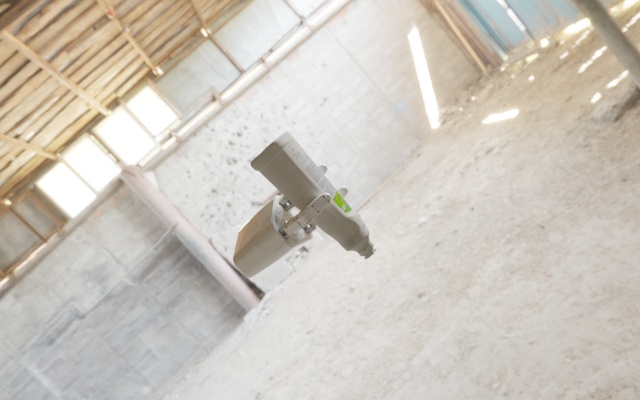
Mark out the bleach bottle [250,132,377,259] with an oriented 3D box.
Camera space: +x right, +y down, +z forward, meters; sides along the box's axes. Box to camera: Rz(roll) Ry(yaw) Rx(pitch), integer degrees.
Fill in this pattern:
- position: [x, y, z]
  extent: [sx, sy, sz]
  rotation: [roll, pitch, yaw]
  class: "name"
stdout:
- position: [0.000, 0.003, 0.794]
  extent: [0.068, 0.251, 0.102]
  rotation: [-39, 8, 22]
  class: "bleach bottle"
